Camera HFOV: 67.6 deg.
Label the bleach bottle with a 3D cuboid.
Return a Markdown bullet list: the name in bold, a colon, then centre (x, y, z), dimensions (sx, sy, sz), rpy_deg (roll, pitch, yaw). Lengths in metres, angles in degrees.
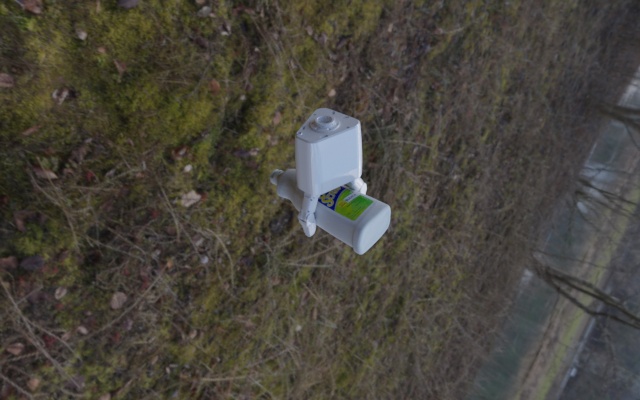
- **bleach bottle**: centre (0.000, 0.003, 0.887), dimensions (0.250, 0.068, 0.102), rpy_deg (26, 48, 30)
